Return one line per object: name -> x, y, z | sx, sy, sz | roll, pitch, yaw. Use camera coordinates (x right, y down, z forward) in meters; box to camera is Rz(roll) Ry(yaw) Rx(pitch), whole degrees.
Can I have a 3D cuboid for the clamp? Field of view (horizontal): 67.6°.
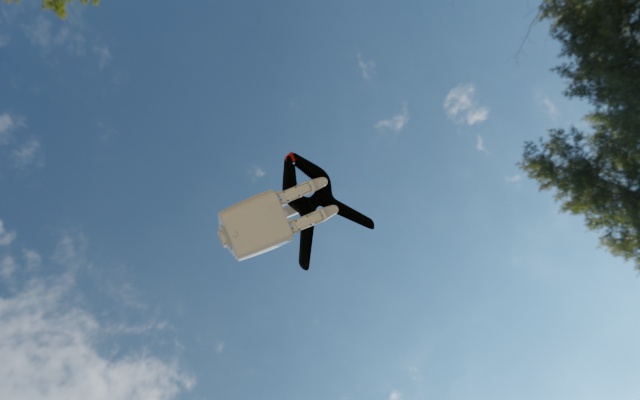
clamp -> -0.001, 0.003, 0.888 | 0.164, 0.210, 0.036 | -23, 1, -19
